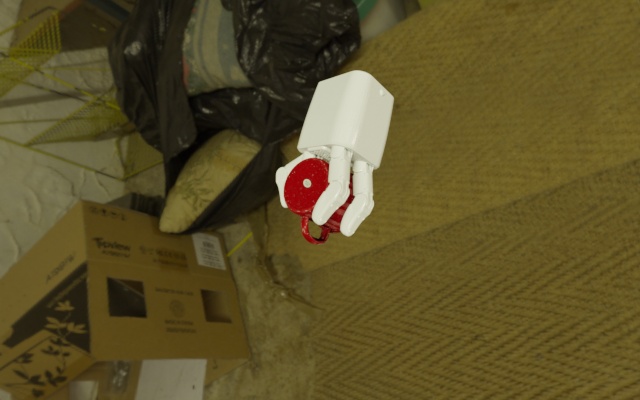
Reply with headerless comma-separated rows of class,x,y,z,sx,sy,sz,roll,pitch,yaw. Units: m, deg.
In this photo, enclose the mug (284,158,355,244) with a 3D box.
mug,0.000,0.003,0.661,0.093,0.117,0.081,6,-14,40
